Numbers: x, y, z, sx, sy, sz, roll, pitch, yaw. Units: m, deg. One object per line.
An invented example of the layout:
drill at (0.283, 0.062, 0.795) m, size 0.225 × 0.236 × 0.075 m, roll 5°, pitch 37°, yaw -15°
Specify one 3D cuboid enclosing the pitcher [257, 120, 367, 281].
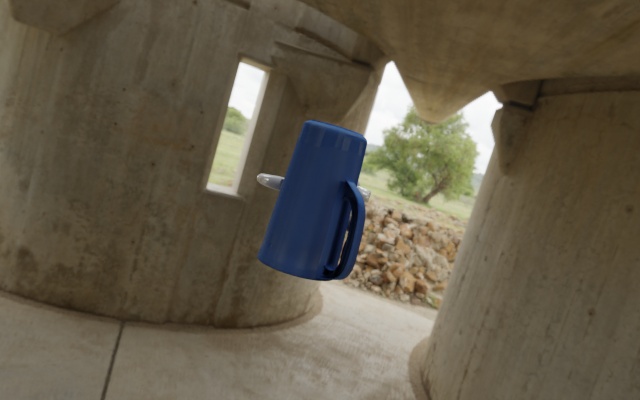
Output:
pitcher at (0.000, 0.002, 0.768) m, size 0.149 × 0.243 × 0.145 m, roll 16°, pitch 5°, yaw -1°
